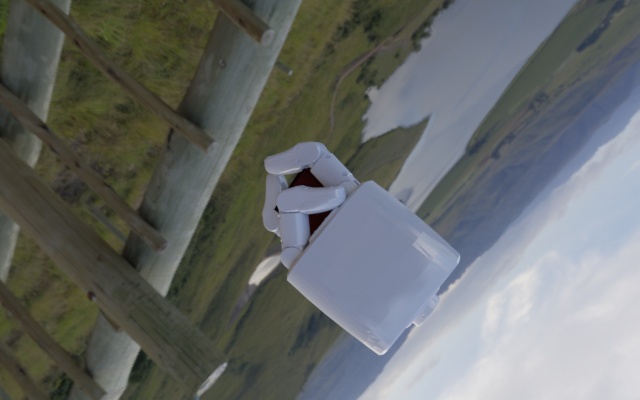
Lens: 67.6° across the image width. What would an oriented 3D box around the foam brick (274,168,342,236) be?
[{"bbox_3d":[0.000,0.001,0.479,0.051,0.053,0.078,39,16,12],"label":"foam brick"}]
